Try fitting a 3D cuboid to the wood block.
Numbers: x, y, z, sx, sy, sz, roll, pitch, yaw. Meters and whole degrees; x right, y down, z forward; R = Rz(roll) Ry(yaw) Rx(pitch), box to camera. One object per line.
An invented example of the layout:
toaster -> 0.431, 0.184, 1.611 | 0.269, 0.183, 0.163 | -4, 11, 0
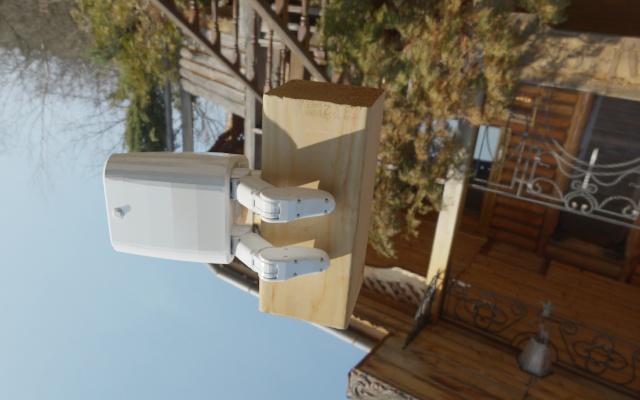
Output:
wood block -> 0.000, 0.001, 0.445 | 0.090, 0.206, 0.090 | 9, 24, 11
